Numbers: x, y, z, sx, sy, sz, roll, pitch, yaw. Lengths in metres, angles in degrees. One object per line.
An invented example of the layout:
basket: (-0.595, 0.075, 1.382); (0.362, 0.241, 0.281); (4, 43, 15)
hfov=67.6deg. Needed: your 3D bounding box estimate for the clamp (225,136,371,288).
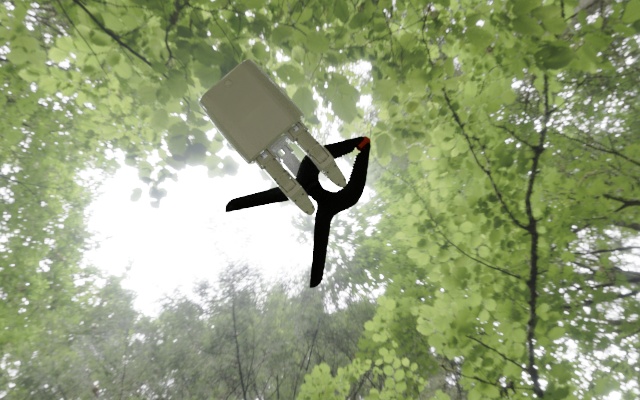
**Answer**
clamp: (0.000, 0.002, 0.647); (0.210, 0.164, 0.036); (-41, 2, -3)
